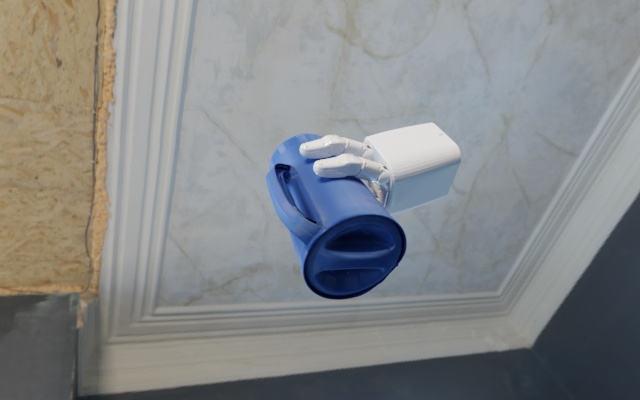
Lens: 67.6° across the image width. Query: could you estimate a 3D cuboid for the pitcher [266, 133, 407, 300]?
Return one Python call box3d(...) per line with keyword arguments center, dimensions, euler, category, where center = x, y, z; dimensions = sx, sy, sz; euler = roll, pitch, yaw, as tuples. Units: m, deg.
box3d(center=(0.000, 0.002, 0.651), dimensions=(0.145, 0.149, 0.242), euler=(-15, 39, -12), category="pitcher")
